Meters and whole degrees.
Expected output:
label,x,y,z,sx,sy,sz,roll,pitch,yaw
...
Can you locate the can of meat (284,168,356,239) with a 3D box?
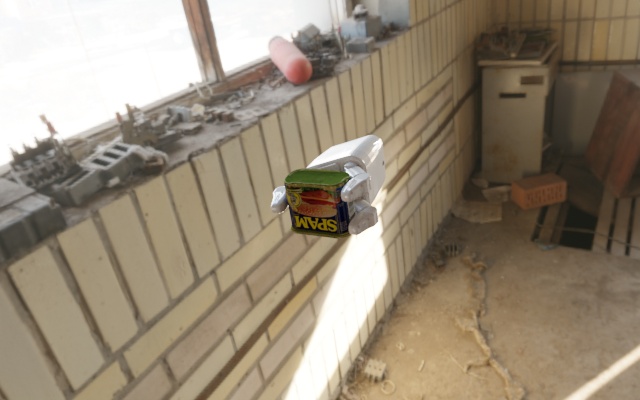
label,x,y,z,sx,sy,sz,roll,pitch,yaw
can of meat,0.000,0.002,0.698,0.102,0.084,0.057,5,29,27
